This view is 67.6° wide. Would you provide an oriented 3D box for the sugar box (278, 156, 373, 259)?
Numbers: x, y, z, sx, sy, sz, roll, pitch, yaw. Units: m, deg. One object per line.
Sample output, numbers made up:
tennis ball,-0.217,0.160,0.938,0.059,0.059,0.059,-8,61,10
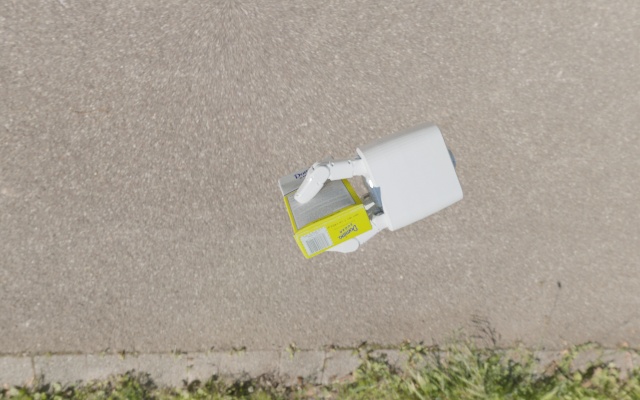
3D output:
sugar box,0.000,0.003,0.653,0.093,0.048,0.176,-23,25,0
